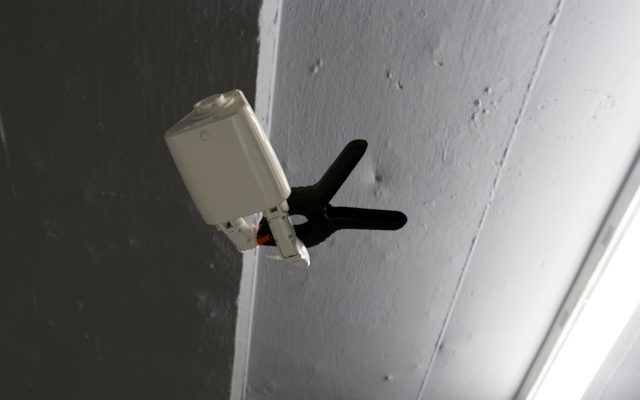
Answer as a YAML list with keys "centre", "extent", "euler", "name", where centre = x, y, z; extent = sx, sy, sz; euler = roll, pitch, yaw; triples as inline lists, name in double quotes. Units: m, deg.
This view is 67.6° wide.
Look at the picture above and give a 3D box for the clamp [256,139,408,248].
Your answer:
- centre: [0.000, 0.002, 0.528]
  extent: [0.171, 0.120, 0.039]
  euler: [-16, 27, 10]
  name: "clamp"
